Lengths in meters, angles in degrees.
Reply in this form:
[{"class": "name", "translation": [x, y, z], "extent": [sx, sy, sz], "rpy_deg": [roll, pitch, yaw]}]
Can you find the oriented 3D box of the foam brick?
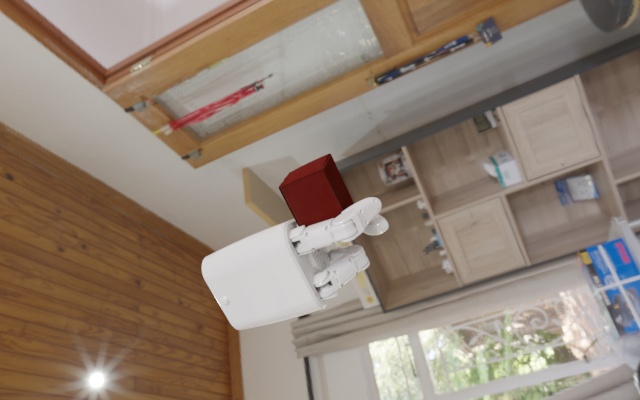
[{"class": "foam brick", "translation": [0.000, 0.001, 0.494], "extent": [0.051, 0.078, 0.053], "rpy_deg": [-21, 17, 18]}]
